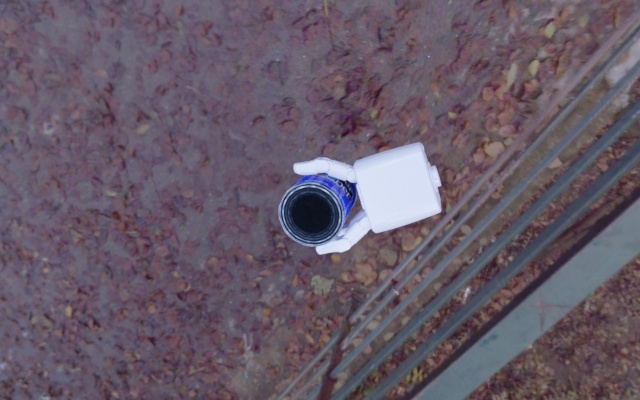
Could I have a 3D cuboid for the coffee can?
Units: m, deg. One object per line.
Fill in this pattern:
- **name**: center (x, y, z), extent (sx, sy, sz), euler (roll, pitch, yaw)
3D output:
- **coffee can**: center (0.000, 0.003, 0.784), extent (0.103, 0.103, 0.140), euler (0, 16, 13)
